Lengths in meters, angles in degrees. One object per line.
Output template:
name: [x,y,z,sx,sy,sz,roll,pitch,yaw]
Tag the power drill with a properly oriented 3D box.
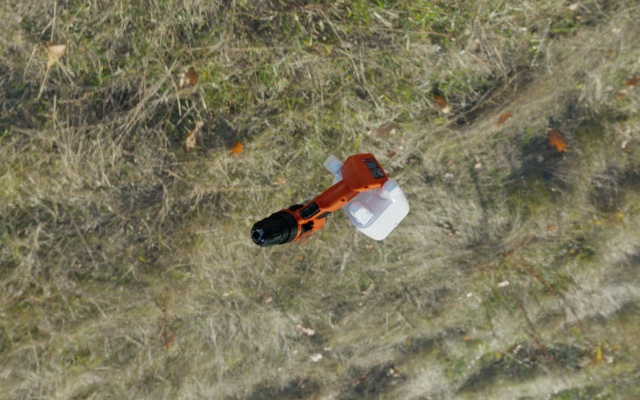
power drill: [0.001,0.002,0.719,0.188,0.057,0.184,-34,-7,26]
